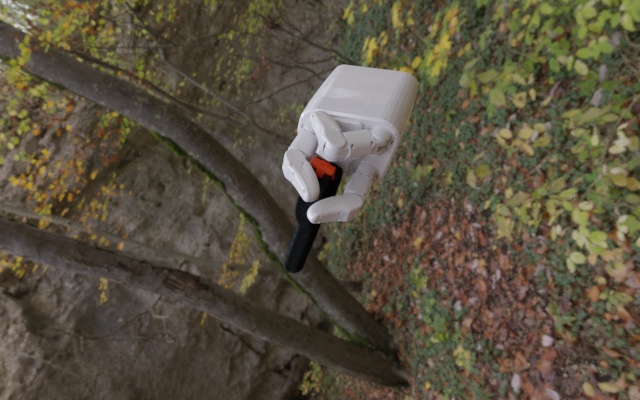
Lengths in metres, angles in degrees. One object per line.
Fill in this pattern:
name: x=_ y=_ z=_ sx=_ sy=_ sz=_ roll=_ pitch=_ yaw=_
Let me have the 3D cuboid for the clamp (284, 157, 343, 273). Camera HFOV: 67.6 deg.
clamp: x=0.000 y=0.002 z=0.567 sx=0.039 sy=0.120 sz=0.172 roll=24 pitch=-39 yaw=5
